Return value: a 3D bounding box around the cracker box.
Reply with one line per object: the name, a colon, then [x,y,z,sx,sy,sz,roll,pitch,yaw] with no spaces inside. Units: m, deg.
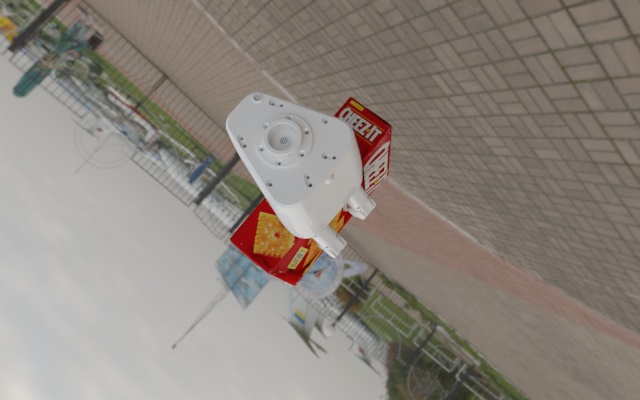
cracker box: [0.000,0.002,0.597,0.072,0.213,0.164,39,-8,14]
